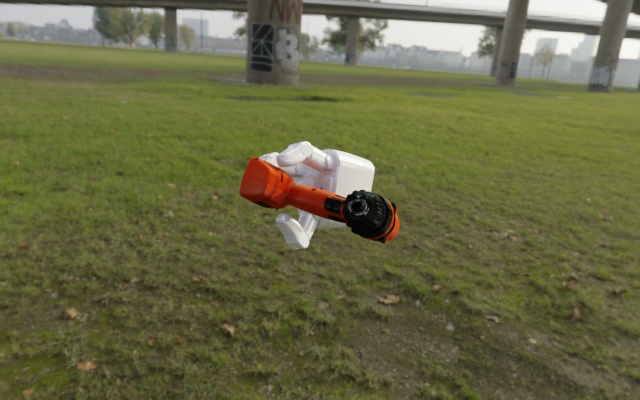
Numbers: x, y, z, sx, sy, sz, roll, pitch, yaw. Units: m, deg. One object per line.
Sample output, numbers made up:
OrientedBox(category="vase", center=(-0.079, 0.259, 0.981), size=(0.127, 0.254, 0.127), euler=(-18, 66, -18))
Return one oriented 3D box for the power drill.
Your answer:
OrientedBox(category="power drill", center=(0.000, 0.002, 0.581), size=(0.187, 0.057, 0.184), euler=(19, -5, 18))
